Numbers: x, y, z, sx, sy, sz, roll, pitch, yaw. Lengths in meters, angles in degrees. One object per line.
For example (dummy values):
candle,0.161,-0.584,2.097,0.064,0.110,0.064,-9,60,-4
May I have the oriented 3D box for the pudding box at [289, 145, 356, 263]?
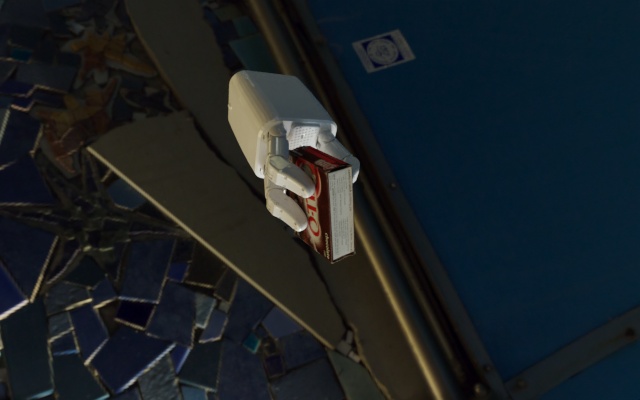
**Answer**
pudding box,0.000,0.002,0.549,0.039,0.113,0.090,-19,28,-25
